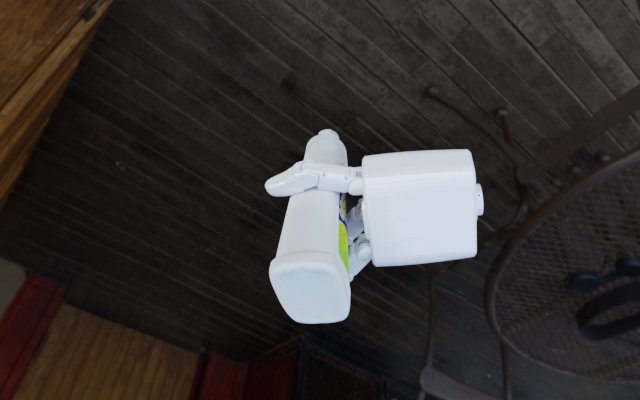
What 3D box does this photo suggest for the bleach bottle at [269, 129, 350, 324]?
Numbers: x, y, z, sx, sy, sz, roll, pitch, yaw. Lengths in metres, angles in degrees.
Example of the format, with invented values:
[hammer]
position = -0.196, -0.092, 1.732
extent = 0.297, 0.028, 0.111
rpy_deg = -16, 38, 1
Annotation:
[bleach bottle]
position = 0.000, 0.002, 0.526
extent = 0.068, 0.250, 0.103
rpy_deg = -5, -45, 10
